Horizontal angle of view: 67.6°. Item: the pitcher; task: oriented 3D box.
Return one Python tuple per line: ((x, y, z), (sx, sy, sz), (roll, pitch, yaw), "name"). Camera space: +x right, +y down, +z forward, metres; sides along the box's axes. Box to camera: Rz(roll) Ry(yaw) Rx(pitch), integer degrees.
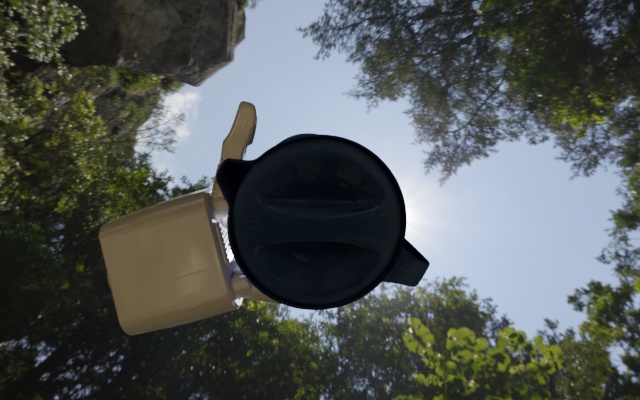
((0.000, 0.002, 0.462), (0.145, 0.149, 0.242), (-17, 12, 0), "pitcher")
